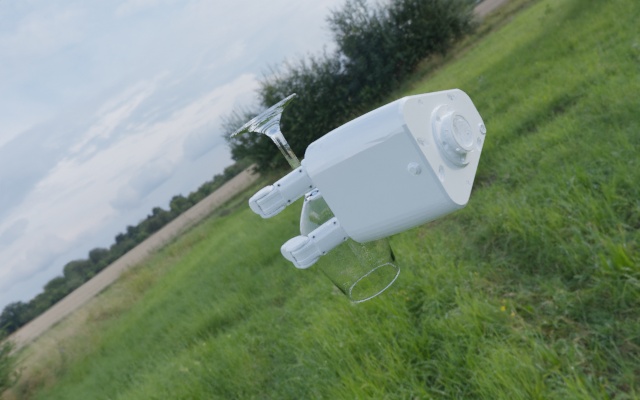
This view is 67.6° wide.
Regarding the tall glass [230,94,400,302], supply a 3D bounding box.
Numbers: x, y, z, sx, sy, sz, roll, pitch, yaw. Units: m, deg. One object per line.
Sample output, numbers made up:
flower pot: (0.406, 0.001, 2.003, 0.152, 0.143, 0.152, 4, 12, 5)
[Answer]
tall glass: (0.000, 0.001, 0.466, 0.079, 0.201, 0.079, -32, 10, 6)
